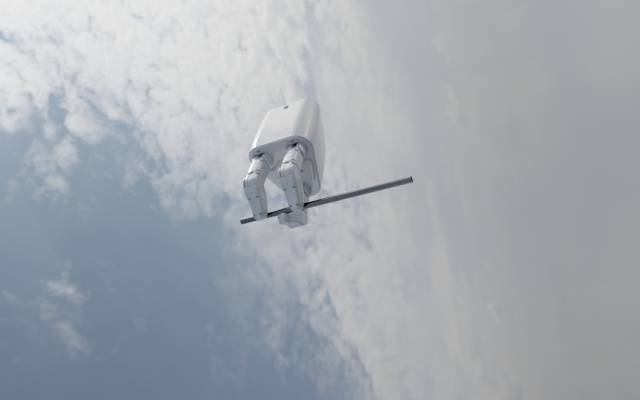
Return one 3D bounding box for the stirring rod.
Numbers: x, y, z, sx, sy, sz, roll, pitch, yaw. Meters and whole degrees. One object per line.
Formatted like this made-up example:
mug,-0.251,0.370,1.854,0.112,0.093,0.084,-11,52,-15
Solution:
stirring rod,0.000,0.002,0.609,0.239,0.011,0.011,-14,-5,22
